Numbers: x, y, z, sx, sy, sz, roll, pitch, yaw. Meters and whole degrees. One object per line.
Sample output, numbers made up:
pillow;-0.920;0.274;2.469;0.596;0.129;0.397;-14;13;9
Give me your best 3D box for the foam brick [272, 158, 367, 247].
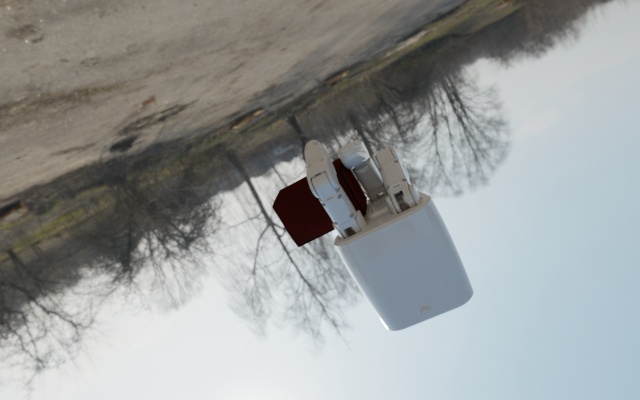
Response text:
foam brick;0.000;0.002;0.476;0.078;0.051;0.053;-27;15;15
